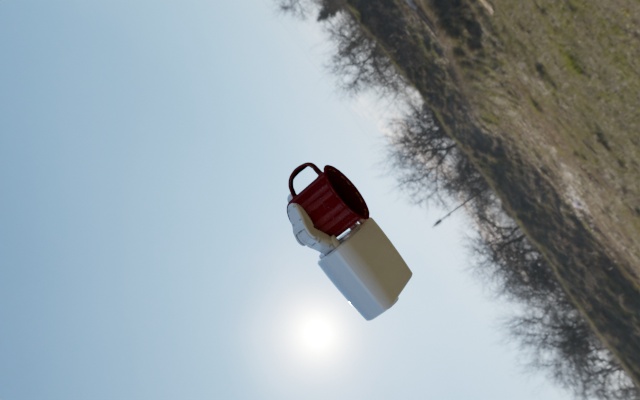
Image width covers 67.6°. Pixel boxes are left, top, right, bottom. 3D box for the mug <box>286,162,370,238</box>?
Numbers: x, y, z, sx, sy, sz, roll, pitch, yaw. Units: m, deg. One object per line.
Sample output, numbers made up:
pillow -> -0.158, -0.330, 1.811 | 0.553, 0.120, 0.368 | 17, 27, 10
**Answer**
mug -> -0.001, 0.001, 0.661 | 0.081, 0.117, 0.093 | -39, -1, 20
